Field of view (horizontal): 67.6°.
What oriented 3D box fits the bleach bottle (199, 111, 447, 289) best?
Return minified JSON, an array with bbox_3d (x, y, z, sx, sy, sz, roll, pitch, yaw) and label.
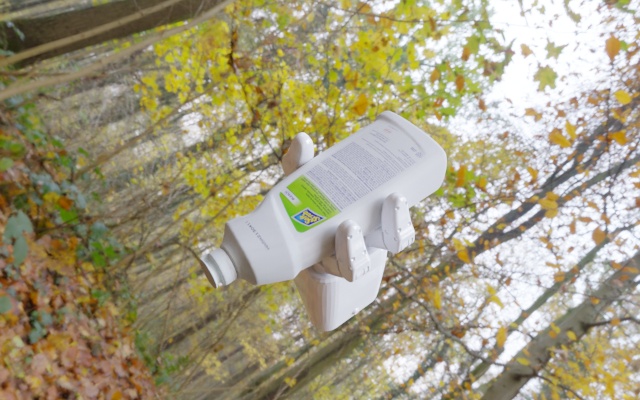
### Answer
[{"bbox_3d":[0.000,0.001,0.455,0.251,0.068,0.102,-29,52,-25],"label":"bleach bottle"}]
